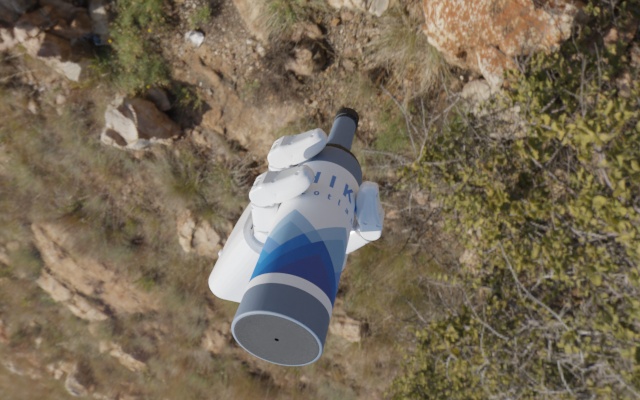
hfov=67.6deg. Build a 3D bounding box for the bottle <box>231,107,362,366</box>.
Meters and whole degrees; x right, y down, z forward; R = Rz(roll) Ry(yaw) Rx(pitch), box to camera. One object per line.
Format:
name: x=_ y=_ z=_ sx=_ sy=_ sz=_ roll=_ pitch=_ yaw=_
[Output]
bottle: x=0.000 y=0.002 z=0.439 sx=0.069 sy=0.069 sz=0.295 roll=0 pitch=41 yaw=16
